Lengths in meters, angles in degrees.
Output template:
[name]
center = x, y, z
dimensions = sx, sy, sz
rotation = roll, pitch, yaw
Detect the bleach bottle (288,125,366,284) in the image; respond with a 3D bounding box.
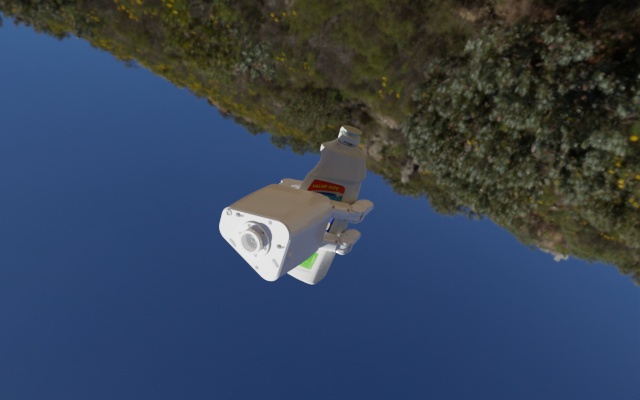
[bleach bottle]
center = 0.000, 0.002, 0.728
dimensions = 0.102, 0.251, 0.068
rotation = 28, 28, 17
